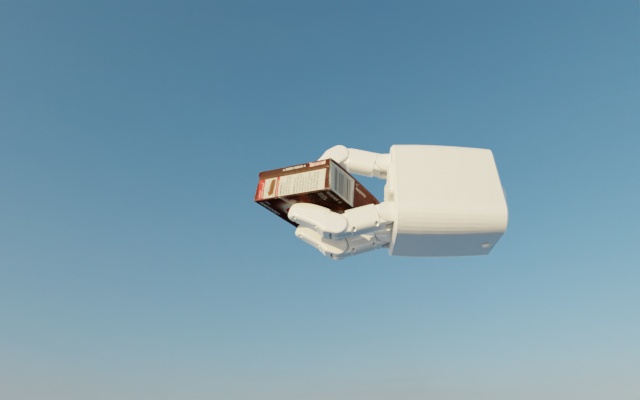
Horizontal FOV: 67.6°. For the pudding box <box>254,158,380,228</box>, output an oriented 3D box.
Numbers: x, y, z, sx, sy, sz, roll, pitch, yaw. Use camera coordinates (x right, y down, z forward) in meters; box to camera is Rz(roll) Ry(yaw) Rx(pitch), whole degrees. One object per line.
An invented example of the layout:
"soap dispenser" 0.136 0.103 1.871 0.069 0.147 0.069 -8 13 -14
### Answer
"pudding box" 0.000 0.001 0.505 0.090 0.039 0.113 -9 -30 30
